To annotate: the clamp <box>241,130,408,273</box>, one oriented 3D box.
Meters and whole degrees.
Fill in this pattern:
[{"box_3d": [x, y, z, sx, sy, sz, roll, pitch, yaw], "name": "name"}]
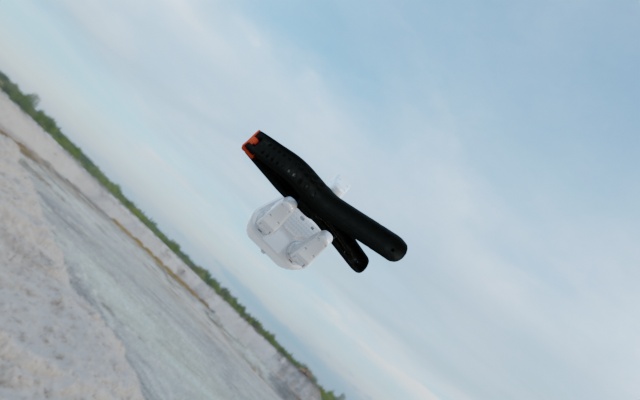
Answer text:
[{"box_3d": [0.000, 0.001, 0.519, 0.036, 0.210, 0.164, -46, 4, -16], "name": "clamp"}]
